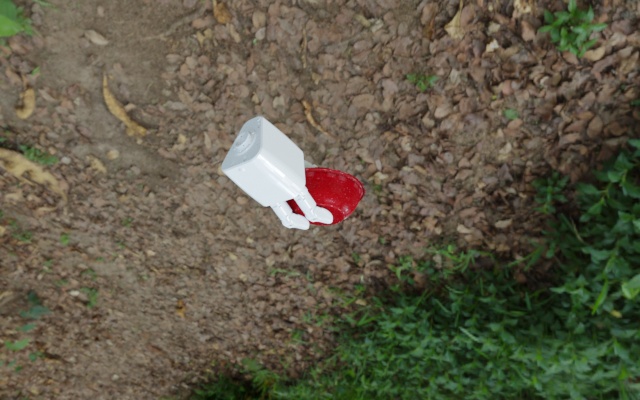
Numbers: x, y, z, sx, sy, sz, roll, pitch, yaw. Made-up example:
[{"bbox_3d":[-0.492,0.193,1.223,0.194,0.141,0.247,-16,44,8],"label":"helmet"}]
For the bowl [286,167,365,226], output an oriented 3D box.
[{"bbox_3d":[0.001,0.004,0.876,0.162,0.055,0.162,4,-27,2],"label":"bowl"}]
